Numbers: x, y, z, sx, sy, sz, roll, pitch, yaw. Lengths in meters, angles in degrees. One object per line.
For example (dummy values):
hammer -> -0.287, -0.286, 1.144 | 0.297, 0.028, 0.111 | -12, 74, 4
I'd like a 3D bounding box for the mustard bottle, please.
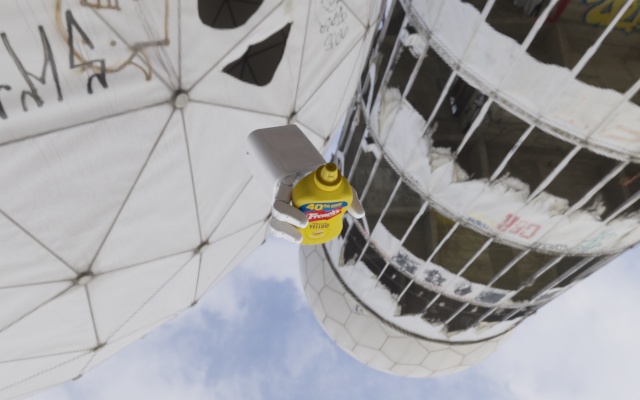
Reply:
mustard bottle -> 0.000, 0.003, 0.760 | 0.096, 0.058, 0.192 | -2, -32, -12
